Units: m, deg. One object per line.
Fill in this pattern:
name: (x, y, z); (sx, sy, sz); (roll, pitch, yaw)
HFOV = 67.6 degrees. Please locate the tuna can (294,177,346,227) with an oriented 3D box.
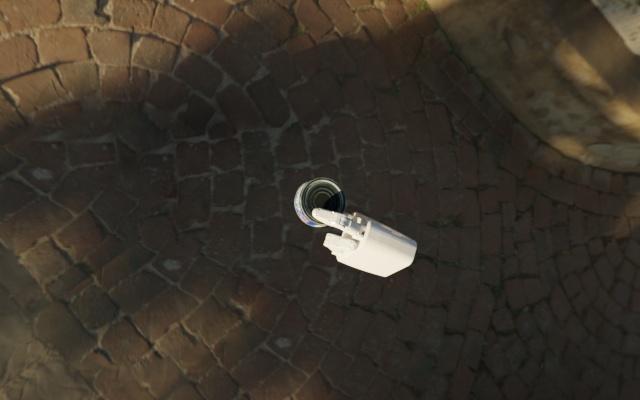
tuna can: (0.000, 0.003, 0.830); (0.086, 0.086, 0.034); (0, -6, -18)
